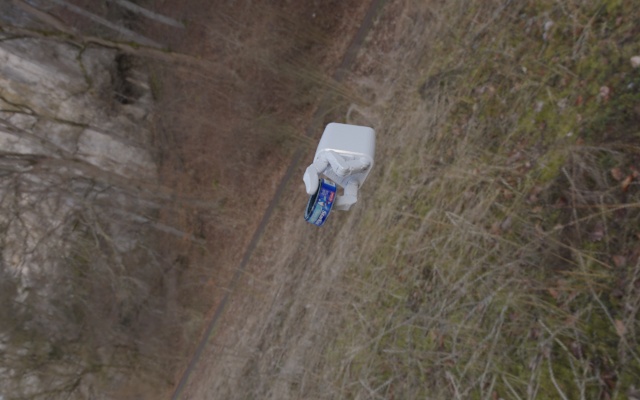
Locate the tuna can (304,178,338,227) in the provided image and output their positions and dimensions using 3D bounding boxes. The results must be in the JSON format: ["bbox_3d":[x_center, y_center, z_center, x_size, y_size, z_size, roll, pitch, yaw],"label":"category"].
[{"bbox_3d":[0.000,0.003,0.884,0.034,0.086,0.086,21,-4,-10],"label":"tuna can"}]
